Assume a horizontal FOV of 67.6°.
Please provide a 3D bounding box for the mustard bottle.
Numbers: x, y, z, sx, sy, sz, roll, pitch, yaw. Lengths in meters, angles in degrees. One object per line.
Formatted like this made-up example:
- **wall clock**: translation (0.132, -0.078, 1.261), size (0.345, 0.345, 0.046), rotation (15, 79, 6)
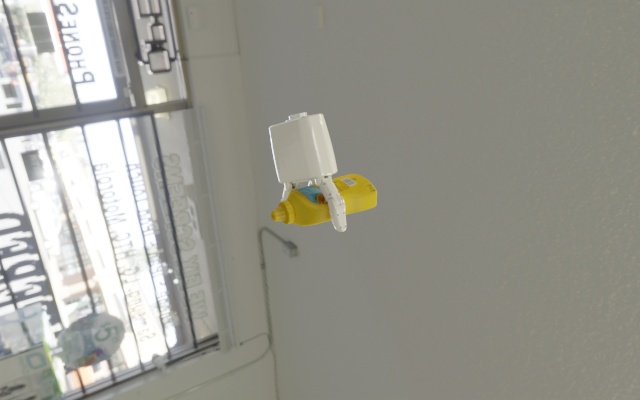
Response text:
- **mustard bottle**: translation (0.000, 0.003, 0.857), size (0.191, 0.058, 0.096), rotation (-16, 32, -28)
